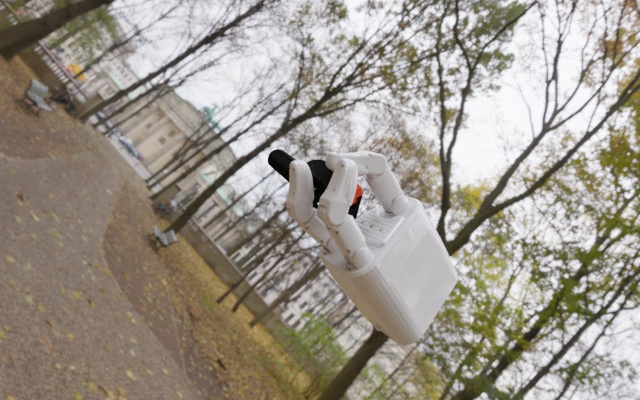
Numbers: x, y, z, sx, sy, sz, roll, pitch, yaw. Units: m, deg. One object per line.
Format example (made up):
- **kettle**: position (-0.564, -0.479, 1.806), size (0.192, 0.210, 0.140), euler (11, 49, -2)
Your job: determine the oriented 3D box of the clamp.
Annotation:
- **clamp**: position (0.001, 0.001, 0.528), size (0.039, 0.120, 0.171), euler (-38, 23, -14)
